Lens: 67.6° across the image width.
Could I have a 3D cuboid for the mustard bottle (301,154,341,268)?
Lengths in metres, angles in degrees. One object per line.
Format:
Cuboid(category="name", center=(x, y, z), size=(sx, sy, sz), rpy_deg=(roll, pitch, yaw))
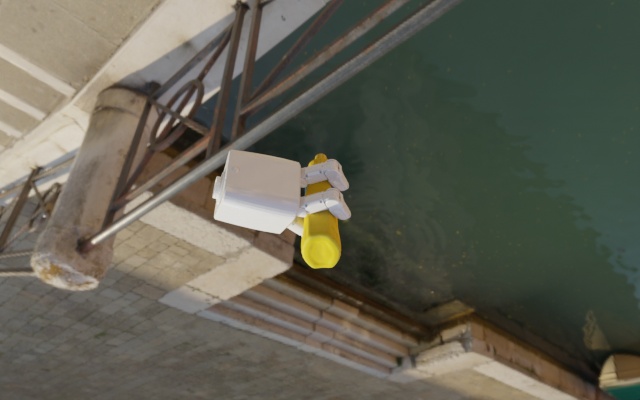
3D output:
Cuboid(category="mustard bottle", center=(0.000, 0.003, 0.748), size=(0.058, 0.191, 0.096), rpy_deg=(-4, -37, 4))
